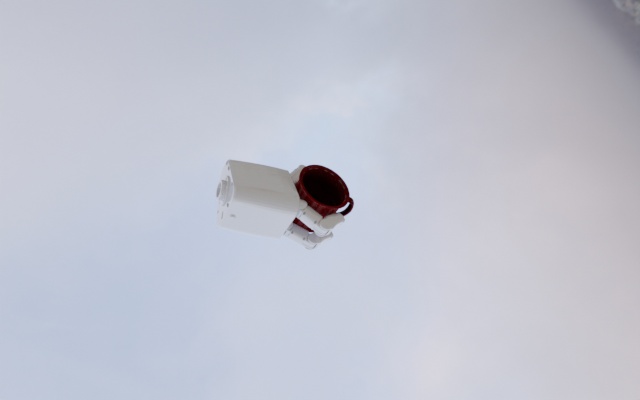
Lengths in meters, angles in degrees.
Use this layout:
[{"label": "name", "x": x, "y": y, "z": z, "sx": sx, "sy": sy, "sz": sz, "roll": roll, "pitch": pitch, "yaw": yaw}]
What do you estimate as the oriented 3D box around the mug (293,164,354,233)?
[{"label": "mug", "x": 0.001, "y": 0.003, "z": 0.812, "sx": 0.117, "sy": 0.093, "sz": 0.081, "roll": 13, "pitch": -43, "yaw": -25}]
